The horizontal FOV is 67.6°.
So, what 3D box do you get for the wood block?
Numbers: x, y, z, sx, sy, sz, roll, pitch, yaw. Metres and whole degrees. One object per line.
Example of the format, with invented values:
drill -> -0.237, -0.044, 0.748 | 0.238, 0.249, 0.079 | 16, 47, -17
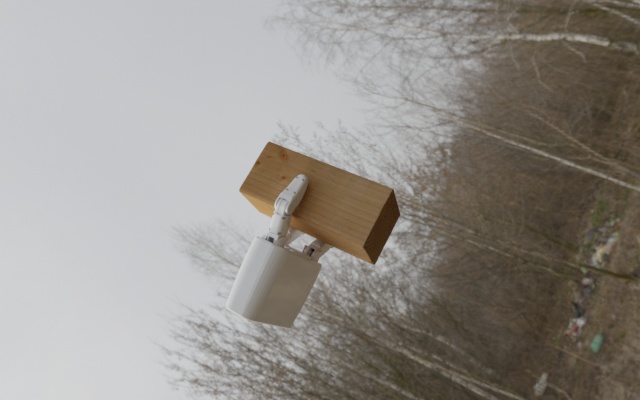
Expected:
wood block -> 0.000, 0.002, 0.692 | 0.206, 0.090, 0.091 | 23, -16, 24
